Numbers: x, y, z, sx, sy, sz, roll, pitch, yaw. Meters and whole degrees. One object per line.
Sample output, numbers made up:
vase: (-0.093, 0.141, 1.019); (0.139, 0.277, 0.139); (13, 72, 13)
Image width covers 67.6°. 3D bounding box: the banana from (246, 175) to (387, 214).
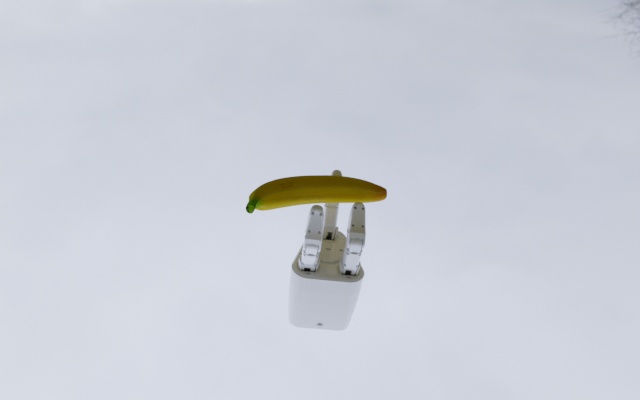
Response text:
banana: (-0.011, -0.007, 0.618); (0.198, 0.037, 0.069); (-8, 34, -26)
